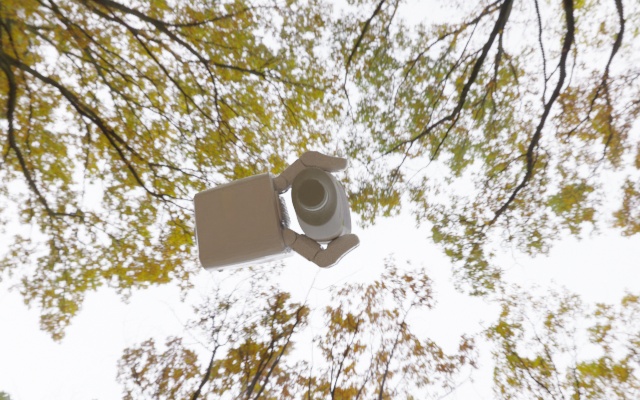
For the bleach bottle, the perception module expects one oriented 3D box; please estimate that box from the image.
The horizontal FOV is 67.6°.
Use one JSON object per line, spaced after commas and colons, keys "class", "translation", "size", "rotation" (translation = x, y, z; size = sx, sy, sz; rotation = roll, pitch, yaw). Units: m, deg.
{"class": "bleach bottle", "translation": [0.000, 0.002, 0.598], "size": [0.068, 0.102, 0.251], "rotation": [-14, -9, 3]}
